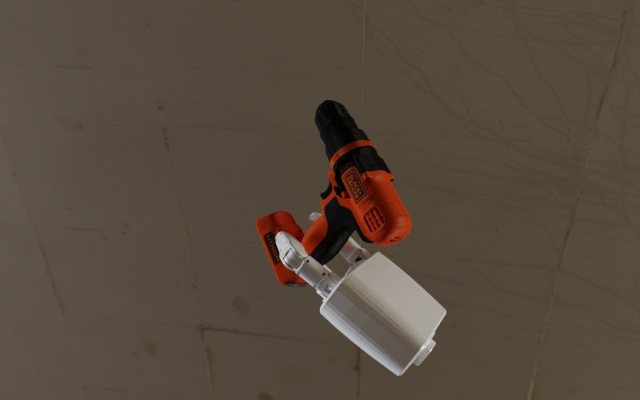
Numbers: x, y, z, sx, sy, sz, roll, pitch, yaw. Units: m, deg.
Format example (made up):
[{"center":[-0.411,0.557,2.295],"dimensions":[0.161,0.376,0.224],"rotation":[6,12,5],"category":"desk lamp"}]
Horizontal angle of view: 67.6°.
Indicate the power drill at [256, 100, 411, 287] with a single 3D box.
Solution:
[{"center":[0.000,0.002,0.560],"dimensions":[0.057,0.184,0.188],"rotation":[2,-35,-44],"category":"power drill"}]
